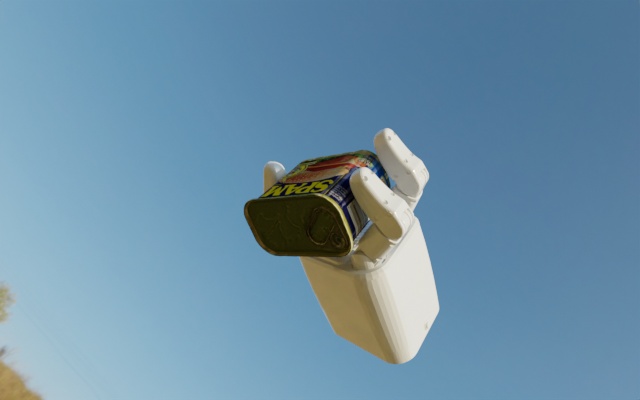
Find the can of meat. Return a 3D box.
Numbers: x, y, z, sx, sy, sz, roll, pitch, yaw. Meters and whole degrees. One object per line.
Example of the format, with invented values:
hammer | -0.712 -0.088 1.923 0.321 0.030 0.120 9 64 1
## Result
can of meat | 0.000 0.001 0.412 0.102 0.057 0.084 -4 28 39
